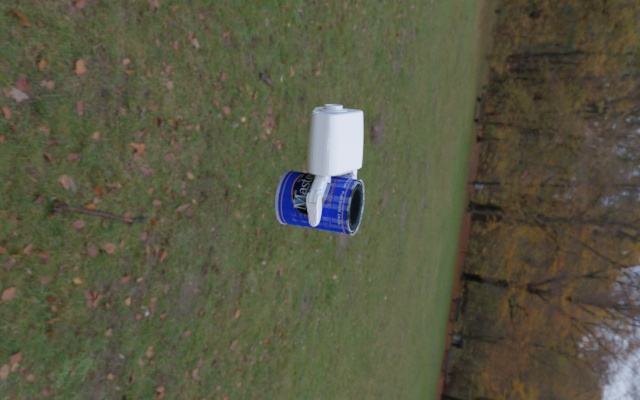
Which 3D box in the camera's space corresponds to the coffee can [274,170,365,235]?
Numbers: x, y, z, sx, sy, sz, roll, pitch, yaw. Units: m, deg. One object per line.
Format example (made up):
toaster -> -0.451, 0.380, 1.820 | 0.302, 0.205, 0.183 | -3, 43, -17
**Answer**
coffee can -> 0.000, 0.003, 0.879 | 0.140, 0.103, 0.103 | 8, 3, 19
